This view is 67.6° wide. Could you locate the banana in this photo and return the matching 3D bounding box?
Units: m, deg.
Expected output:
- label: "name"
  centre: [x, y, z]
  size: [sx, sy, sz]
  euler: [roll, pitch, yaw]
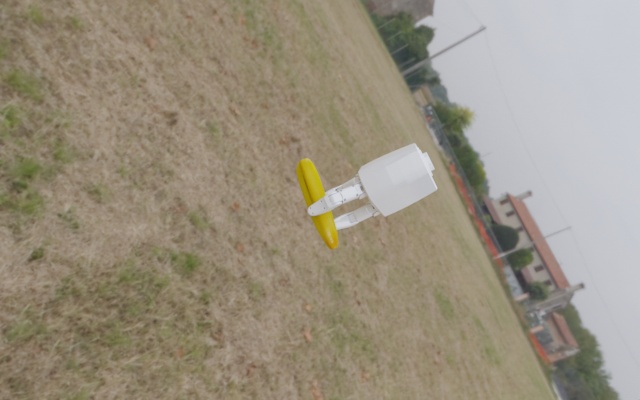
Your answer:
- label: "banana"
  centre: [-0.008, -0.009, 0.839]
  size: [0.037, 0.197, 0.070]
  euler: [-25, -36, 9]
